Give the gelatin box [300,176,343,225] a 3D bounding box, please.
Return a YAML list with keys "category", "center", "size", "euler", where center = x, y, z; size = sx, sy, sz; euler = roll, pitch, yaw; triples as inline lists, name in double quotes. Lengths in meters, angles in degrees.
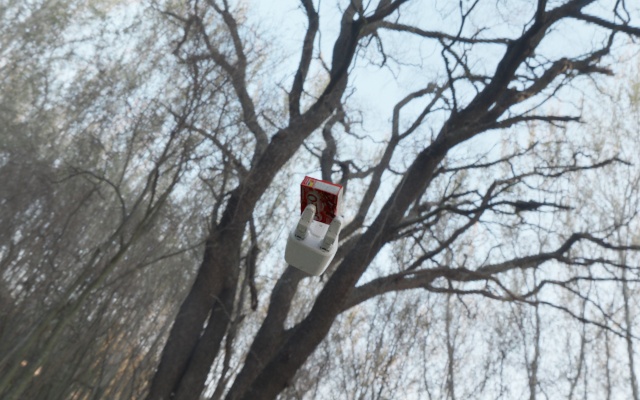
- category: "gelatin box"
  center: [0.000, 0.002, 0.875]
  size: [0.073, 0.089, 0.030]
  euler: [17, 49, 13]
